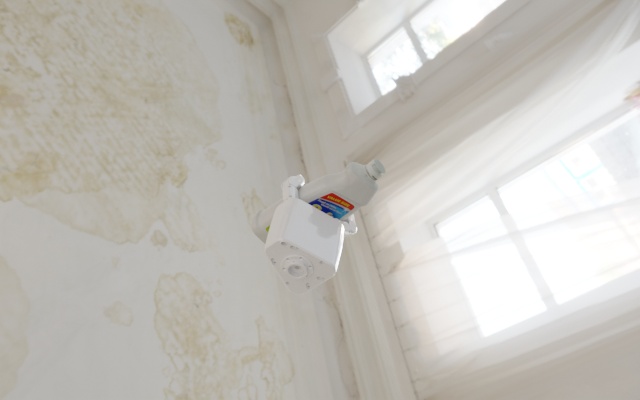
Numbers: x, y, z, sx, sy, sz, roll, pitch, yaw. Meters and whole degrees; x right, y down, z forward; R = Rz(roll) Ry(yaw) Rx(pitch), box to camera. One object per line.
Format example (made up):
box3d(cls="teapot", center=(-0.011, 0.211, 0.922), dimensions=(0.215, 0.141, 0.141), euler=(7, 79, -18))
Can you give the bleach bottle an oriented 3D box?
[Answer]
box3d(cls="bleach bottle", center=(0.000, 0.003, 0.830), dimensions=(0.251, 0.102, 0.068), euler=(-35, 23, 27))
